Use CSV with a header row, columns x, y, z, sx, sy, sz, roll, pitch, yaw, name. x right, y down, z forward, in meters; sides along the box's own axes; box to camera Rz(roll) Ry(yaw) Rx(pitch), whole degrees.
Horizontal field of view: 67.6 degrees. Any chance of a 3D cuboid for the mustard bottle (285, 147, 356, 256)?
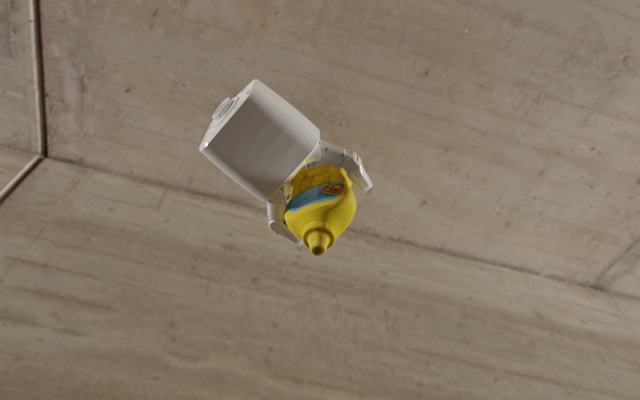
x,y,z,sx,sy,sz,roll,pitch,yaw,name
0.000,0.002,0.642,0.096,0.058,0.191,-17,34,14,mustard bottle
